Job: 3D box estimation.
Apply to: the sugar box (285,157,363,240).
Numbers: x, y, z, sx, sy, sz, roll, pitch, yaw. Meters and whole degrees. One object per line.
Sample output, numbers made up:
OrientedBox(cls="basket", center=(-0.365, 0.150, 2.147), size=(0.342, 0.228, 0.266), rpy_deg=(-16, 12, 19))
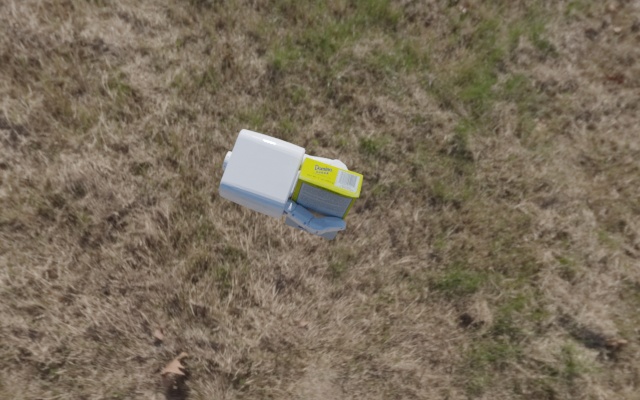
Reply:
OrientedBox(cls="sugar box", center=(0.000, 0.002, 0.771), size=(0.093, 0.048, 0.176), rpy_deg=(19, -25, -3))
